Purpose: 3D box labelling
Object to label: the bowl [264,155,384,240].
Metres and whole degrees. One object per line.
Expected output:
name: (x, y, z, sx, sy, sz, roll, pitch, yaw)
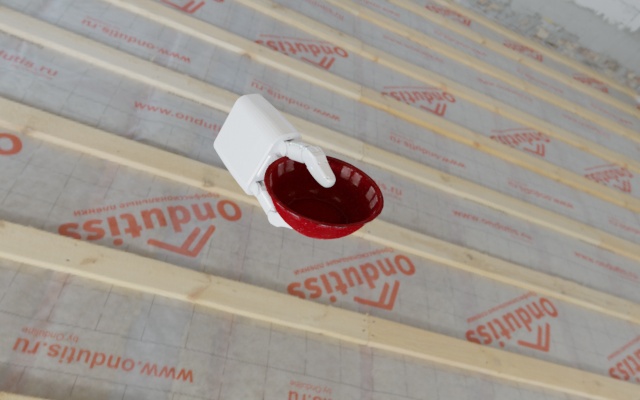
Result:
bowl: (0.001, 0.003, 0.639, 0.162, 0.055, 0.162, 11, 35, -8)
